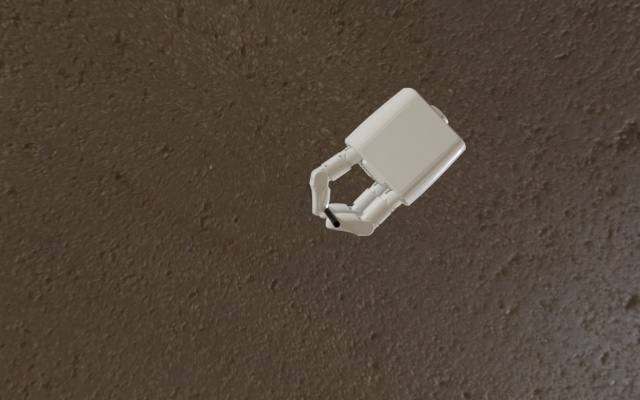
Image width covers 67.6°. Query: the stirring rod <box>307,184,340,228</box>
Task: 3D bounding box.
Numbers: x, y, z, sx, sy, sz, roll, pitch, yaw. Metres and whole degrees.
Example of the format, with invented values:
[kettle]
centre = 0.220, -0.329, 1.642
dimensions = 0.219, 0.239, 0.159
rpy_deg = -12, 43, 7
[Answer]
[stirring rod]
centre = 0.000, 0.002, 0.669
dimensions = 0.011, 0.011, 0.239
rpy_deg = 0, 12, -9
